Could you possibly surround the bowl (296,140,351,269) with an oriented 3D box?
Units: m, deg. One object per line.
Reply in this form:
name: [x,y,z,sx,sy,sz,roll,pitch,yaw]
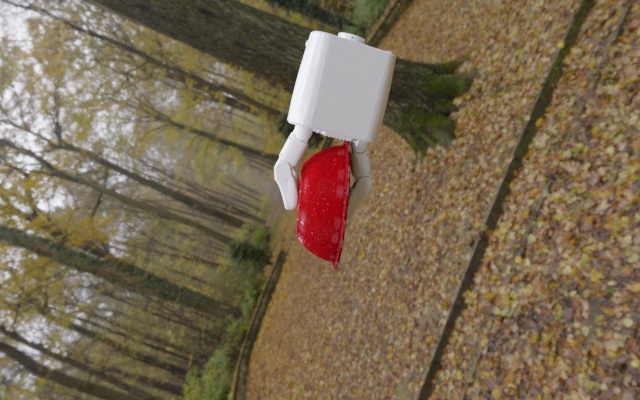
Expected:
bowl: [0.000,0.003,0.596,0.055,0.162,0.162,5,0,-3]
